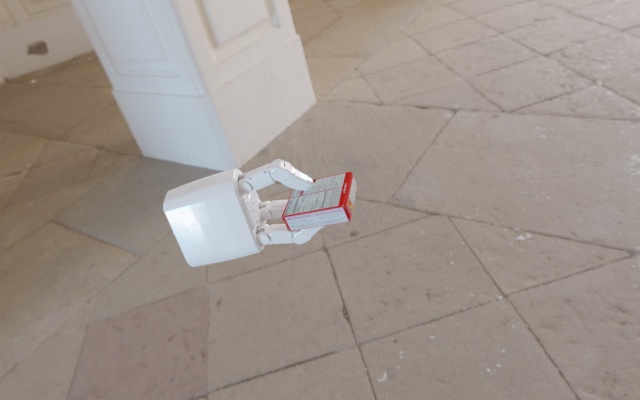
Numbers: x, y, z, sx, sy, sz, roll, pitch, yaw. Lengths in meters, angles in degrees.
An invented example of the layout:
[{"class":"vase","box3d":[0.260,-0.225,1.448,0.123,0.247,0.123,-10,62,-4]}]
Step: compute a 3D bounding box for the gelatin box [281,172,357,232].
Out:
[{"class":"gelatin box","box3d":[0.000,0.002,0.629,0.089,0.030,0.073,-12,35,21]}]
